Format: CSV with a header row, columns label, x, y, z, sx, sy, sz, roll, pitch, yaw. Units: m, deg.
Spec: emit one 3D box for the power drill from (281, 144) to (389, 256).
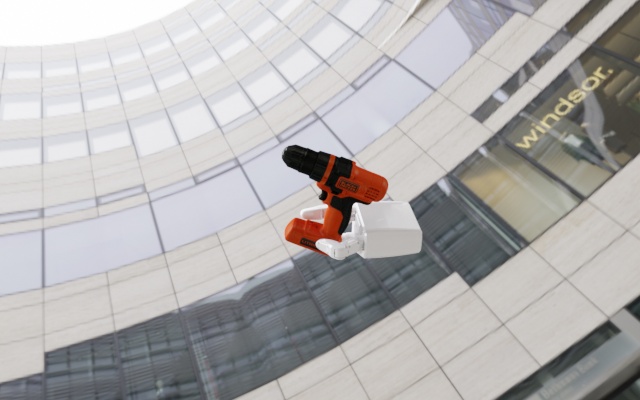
label,x,y,z,sx,sy,sz,roll,pitch,yaw
power drill,0.000,0.003,0.826,0.184,0.188,0.057,21,38,-6
